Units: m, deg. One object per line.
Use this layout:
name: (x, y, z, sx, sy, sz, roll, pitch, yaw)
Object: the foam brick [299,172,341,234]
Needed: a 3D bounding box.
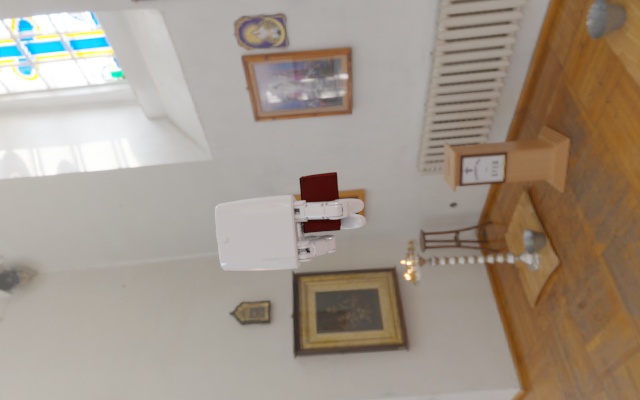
foam brick: (0.000, 0.002, 0.665, 0.051, 0.078, 0.053, -4, 6, 4)
